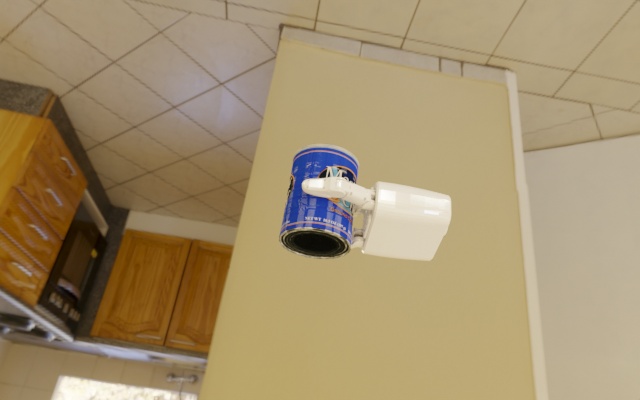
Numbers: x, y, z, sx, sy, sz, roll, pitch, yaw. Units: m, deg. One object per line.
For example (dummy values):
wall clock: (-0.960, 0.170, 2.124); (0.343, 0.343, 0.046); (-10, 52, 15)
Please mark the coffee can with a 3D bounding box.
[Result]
coffee can: (0.000, 0.002, 0.704); (0.103, 0.140, 0.103); (6, -28, 3)
